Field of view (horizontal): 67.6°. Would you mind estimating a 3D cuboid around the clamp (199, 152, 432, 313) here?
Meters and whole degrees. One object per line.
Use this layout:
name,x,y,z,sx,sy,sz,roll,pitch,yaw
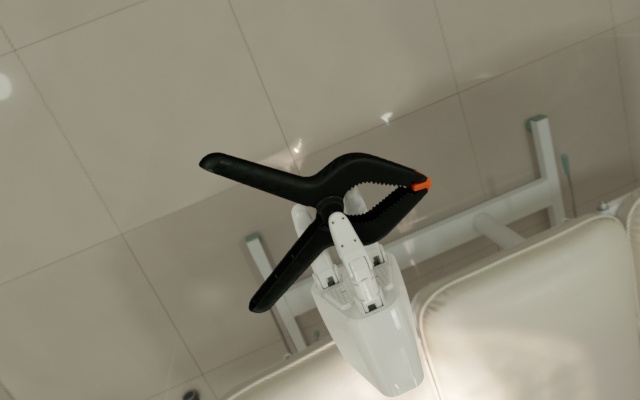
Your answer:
clamp,0.001,0.002,0.450,0.210,0.165,0.036,-23,23,-4
